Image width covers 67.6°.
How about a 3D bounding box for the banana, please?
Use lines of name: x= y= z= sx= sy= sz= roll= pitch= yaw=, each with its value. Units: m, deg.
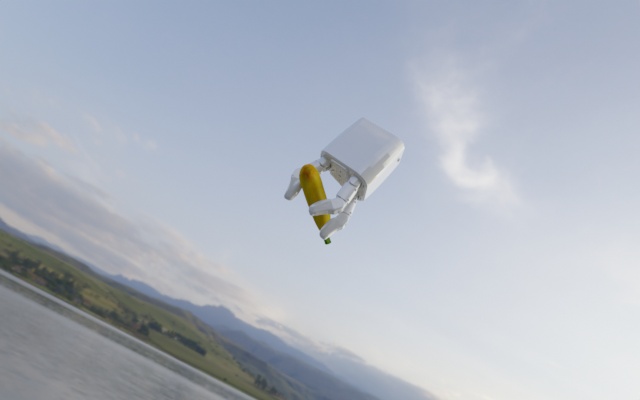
banana: x=-0.006 y=-0.007 z=0.833 sx=0.037 sy=0.198 sz=0.069 roll=-25 pitch=48 yaw=-7
